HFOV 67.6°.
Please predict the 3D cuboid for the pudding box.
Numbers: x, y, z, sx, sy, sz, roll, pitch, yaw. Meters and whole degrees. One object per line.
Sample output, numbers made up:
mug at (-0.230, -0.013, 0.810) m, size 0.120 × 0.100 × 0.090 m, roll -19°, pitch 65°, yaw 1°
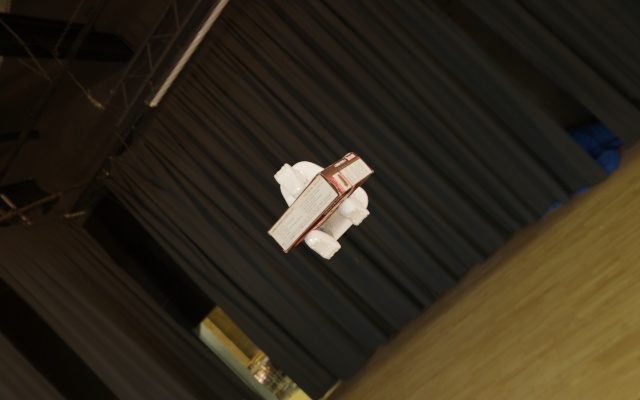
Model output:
pudding box at (0.000, 0.002, 0.557) m, size 0.113 × 0.039 × 0.090 m, roll -50°, pitch -8°, yaw 34°
